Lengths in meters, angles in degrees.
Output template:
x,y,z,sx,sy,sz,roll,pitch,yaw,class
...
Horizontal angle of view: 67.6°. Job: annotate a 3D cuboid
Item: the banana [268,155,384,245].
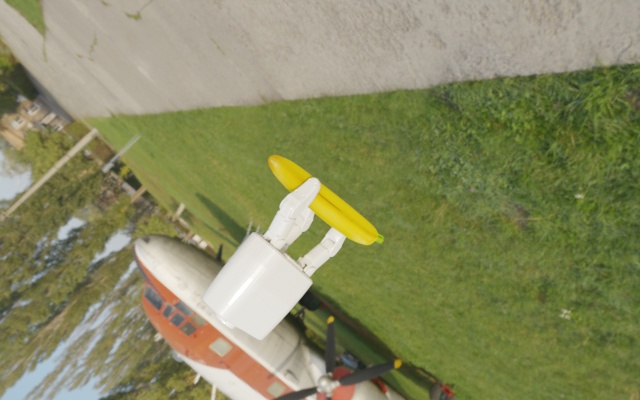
x,y,z,sx,sy,sz,roll,pitch,yaw,class
0.003,0.003,0.642,0.198,0.037,0.069,39,-4,1,banana
